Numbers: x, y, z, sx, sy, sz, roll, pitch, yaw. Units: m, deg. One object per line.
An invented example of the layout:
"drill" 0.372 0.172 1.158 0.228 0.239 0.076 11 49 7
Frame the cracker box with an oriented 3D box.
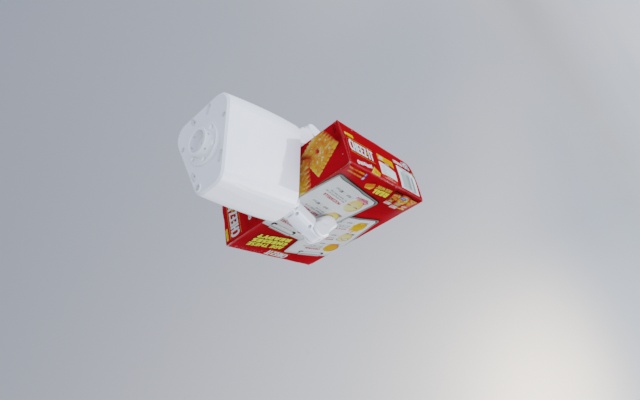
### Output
"cracker box" 0.000 0.002 0.637 0.214 0.072 0.164 -32 -34 30
